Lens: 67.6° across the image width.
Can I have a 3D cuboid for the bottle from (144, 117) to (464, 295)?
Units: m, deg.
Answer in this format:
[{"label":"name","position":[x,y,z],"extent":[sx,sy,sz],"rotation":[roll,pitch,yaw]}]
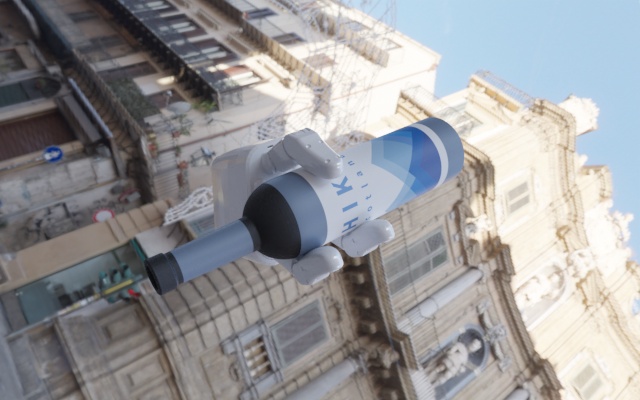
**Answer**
[{"label":"bottle","position":[0.000,0.001,0.402],"extent":[0.295,0.069,0.069],"rotation":[-24,12,-30]}]
